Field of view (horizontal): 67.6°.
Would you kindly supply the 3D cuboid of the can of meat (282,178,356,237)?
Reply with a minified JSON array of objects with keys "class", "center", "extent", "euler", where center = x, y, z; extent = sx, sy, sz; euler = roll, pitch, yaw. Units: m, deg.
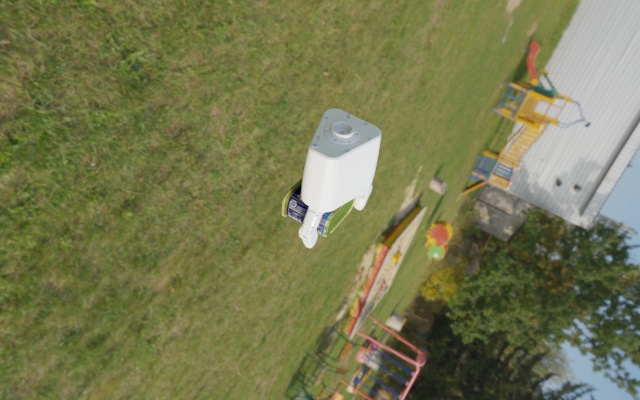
[{"class":"can of meat","center":[0.000,0.003,0.783],"extent":[0.084,0.057,0.102],"euler":[28,47,17]}]
